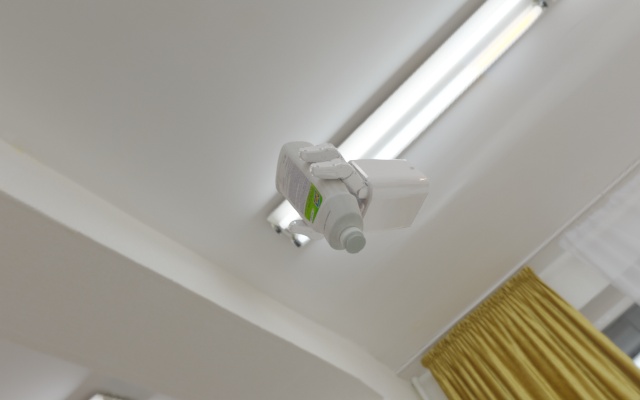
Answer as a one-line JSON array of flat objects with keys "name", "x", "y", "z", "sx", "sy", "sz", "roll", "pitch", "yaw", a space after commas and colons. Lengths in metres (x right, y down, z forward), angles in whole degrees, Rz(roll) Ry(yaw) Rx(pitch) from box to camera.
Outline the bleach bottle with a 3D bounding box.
[{"name": "bleach bottle", "x": 0.000, "y": 0.002, "z": 0.712, "sx": 0.068, "sy": 0.103, "sz": 0.250, "roll": -4, "pitch": 31, "yaw": -22}]
